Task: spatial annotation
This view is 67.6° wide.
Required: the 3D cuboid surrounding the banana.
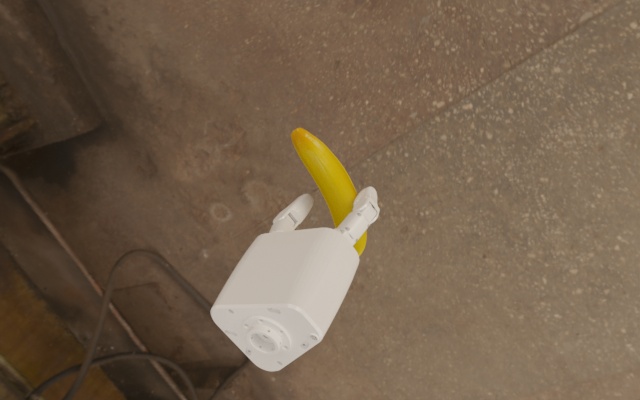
[{"bbox_3d":[0.017,0.006,0.561,0.069,0.198,0.037,5,37,30],"label":"banana"}]
